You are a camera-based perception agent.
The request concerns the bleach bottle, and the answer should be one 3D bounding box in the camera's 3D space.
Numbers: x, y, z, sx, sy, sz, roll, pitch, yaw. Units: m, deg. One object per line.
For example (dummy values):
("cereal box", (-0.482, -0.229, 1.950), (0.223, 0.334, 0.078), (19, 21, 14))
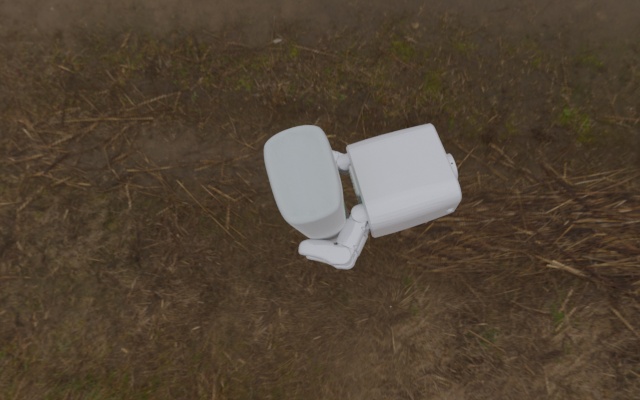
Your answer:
("bleach bottle", (0.000, 0.002, 0.580), (0.068, 0.102, 0.251), (-17, -14, 4))
